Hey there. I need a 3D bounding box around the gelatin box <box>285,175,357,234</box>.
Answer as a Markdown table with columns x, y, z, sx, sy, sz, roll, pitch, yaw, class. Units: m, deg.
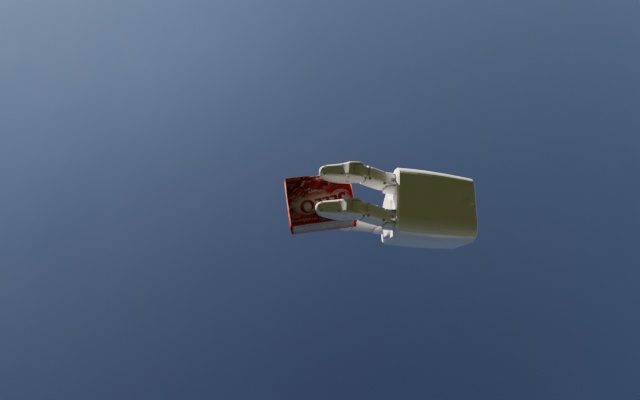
| x | y | z | sx | sy | sz | roll | pitch | yaw | class |
| --- | --- | --- | --- | --- | --- | --- | --- | --- | --- |
| 0.000 | 0.002 | 0.636 | 0.089 | 0.073 | 0.030 | -7 | -29 | -4 | gelatin box |
